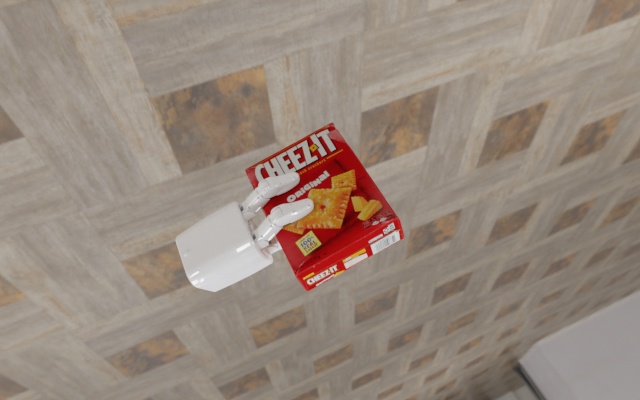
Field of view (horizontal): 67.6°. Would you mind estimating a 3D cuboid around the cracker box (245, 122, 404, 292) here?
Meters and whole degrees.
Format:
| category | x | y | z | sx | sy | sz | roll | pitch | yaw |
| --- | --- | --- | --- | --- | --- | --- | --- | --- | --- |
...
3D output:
| category | x | y | z | sx | sy | sz | roll | pitch | yaw |
| --- | --- | --- | --- | --- | --- | --- | --- | --- | --- |
| cracker box | 0.000 | 0.003 | 0.720 | 0.164 | 0.213 | 0.072 | -29 | -34 | -2 |
